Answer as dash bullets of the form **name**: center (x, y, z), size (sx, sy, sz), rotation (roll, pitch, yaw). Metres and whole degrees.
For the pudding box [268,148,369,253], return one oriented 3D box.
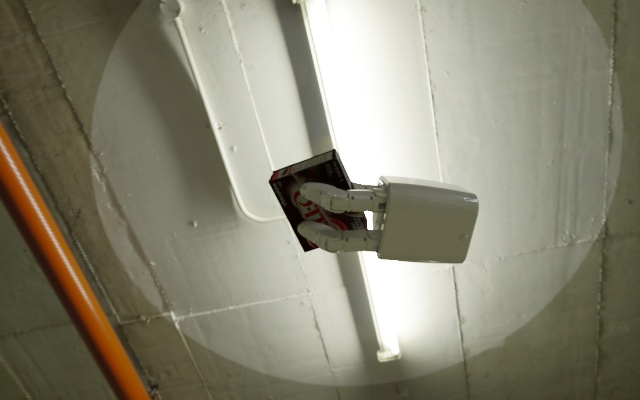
- **pudding box**: center (0.000, 0.002, 0.596), size (0.090, 0.113, 0.039), rotation (-19, 23, 13)
